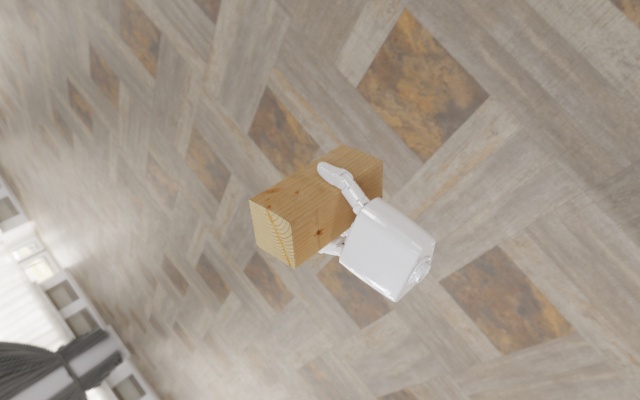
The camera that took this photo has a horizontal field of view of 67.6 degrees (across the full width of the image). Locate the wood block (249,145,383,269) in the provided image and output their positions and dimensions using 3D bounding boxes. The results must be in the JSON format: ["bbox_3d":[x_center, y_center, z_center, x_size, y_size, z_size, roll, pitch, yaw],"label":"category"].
[{"bbox_3d":[0.000,0.002,0.748,0.090,0.091,0.206,27,45,35],"label":"wood block"}]
